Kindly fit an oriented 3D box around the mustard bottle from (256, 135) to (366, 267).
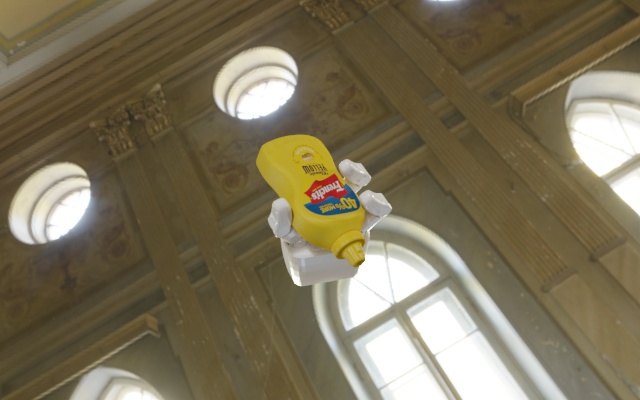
[{"bbox_3d":[0.000,0.002,0.593,0.096,0.191,0.058,-9,-36,-35],"label":"mustard bottle"}]
